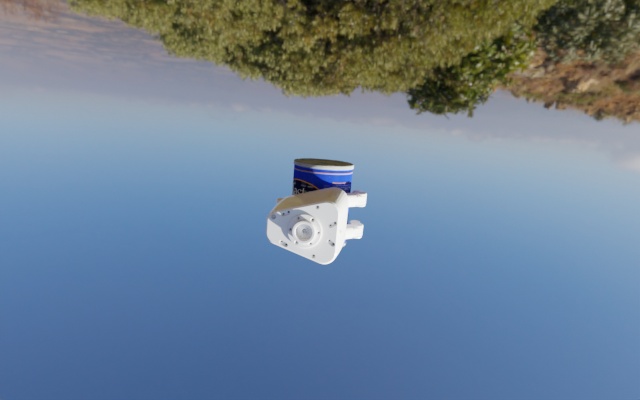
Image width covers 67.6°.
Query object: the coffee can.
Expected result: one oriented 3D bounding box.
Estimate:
[{"bbox_3d":[0.000,0.003,0.825,0.103,0.140,0.103,5,11,-1],"label":"coffee can"}]
